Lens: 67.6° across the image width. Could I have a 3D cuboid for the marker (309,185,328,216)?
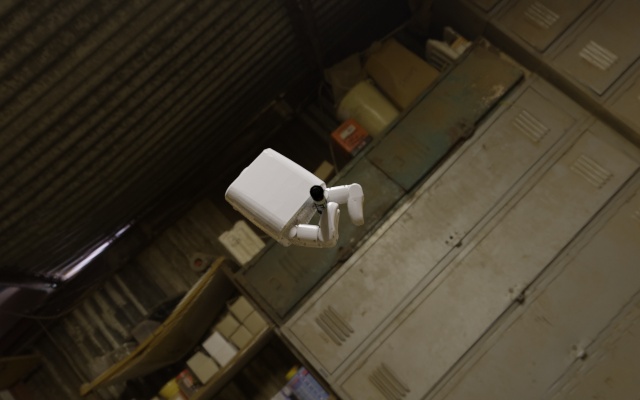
[{"bbox_3d":[0.000,0.002,0.669,0.020,0.020,0.121,0,-14,6],"label":"marker"}]
